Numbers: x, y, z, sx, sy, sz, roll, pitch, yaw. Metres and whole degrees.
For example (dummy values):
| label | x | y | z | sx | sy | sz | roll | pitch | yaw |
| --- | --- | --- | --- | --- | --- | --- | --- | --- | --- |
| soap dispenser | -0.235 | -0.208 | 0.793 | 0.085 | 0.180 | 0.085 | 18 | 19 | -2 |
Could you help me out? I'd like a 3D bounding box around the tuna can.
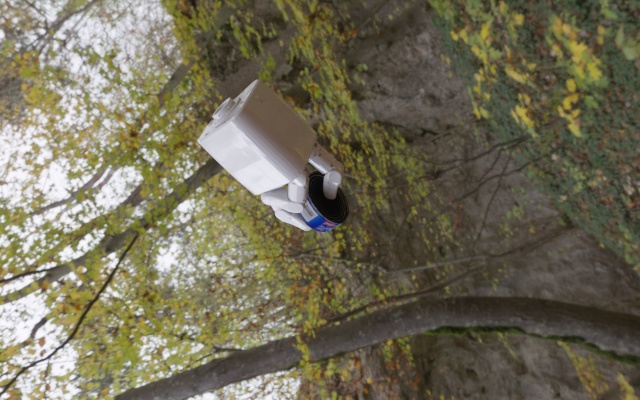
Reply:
| label | x | y | z | sx | sy | sz | roll | pitch | yaw |
| --- | --- | --- | --- | --- | --- | --- | --- | --- | --- |
| tuna can | 0.000 | 0.003 | 0.697 | 0.034 | 0.086 | 0.086 | -34 | -20 | 33 |
